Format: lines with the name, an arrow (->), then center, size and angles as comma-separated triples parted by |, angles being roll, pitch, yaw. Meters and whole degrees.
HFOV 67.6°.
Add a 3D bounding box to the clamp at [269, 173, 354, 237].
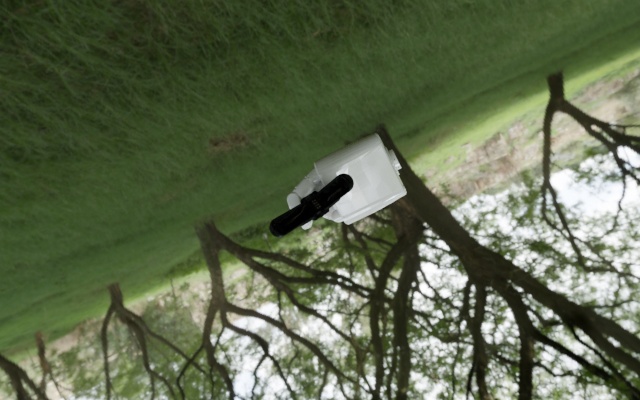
clamp -> 0.000, 0.003, 0.656 | 0.120, 0.039, 0.171 | -29, 1, 11
